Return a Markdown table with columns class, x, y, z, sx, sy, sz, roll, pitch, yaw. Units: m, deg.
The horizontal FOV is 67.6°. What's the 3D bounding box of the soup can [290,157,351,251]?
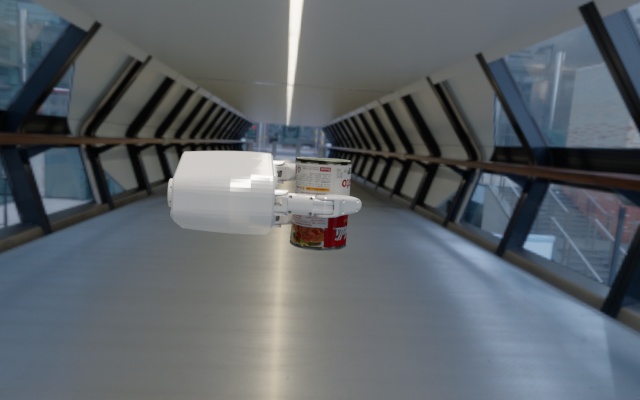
| class | x | y | z | sx | sy | sz | roll | pitch | yaw |
| --- | --- | --- | --- | --- | --- | --- | --- | --- | --- |
| soup can | 0.001 | 0.002 | 0.565 | 0.068 | 0.102 | 0.068 | 4 | 8 | 0 |
